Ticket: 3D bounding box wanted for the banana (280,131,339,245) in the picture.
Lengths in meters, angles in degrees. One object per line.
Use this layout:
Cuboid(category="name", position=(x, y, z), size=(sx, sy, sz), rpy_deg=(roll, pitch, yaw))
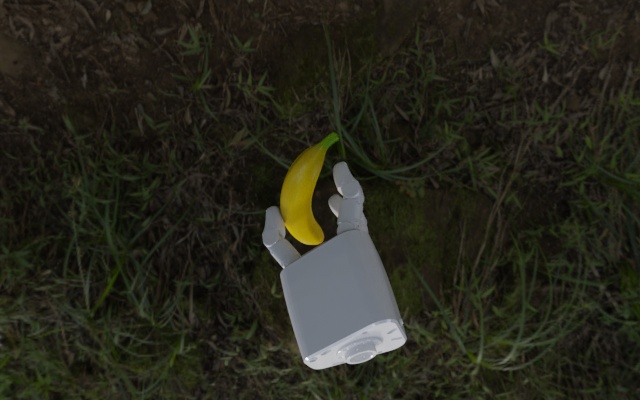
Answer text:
Cuboid(category="banana", position=(-0.017, 0.004, 0.586), size=(0.069, 0.037, 0.198), rpy_deg=(-13, -37, -18))
